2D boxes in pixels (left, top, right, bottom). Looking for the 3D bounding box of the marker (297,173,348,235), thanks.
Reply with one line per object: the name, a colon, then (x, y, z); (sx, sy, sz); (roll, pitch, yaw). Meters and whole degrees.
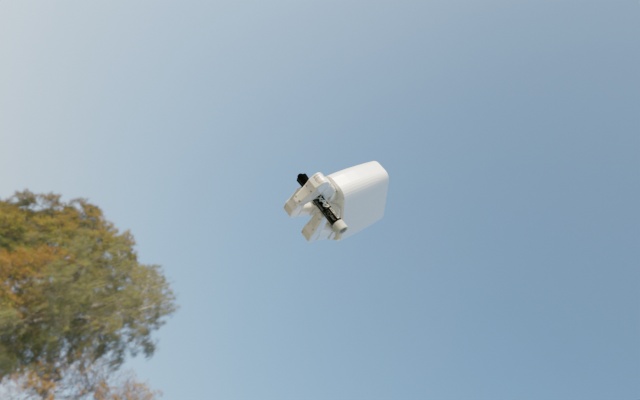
marker: (0.000, 0.002, 0.737); (0.020, 0.121, 0.020); (-30, -26, -17)
